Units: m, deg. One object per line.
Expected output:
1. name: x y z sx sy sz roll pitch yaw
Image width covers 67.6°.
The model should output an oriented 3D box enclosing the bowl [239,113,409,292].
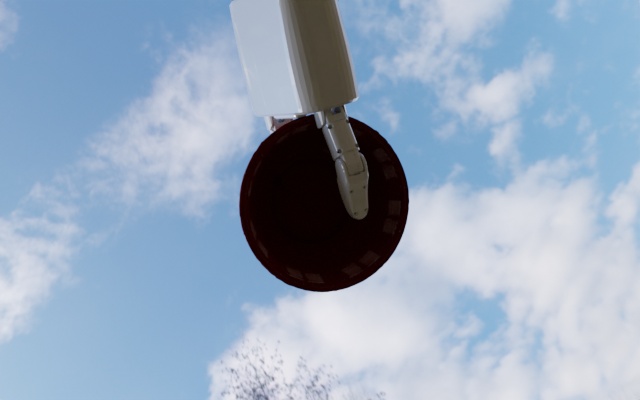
1. bowl: 0.000 0.003 0.453 0.162 0.162 0.055 0 2 -18
